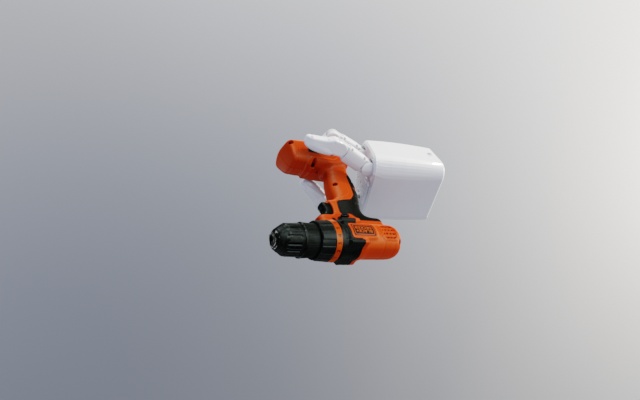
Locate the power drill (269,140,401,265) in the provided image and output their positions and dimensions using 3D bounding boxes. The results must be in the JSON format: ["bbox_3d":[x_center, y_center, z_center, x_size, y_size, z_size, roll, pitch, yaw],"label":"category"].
[{"bbox_3d":[0.000,0.002,0.636,0.184,0.187,0.057,6,-44,-33],"label":"power drill"}]
